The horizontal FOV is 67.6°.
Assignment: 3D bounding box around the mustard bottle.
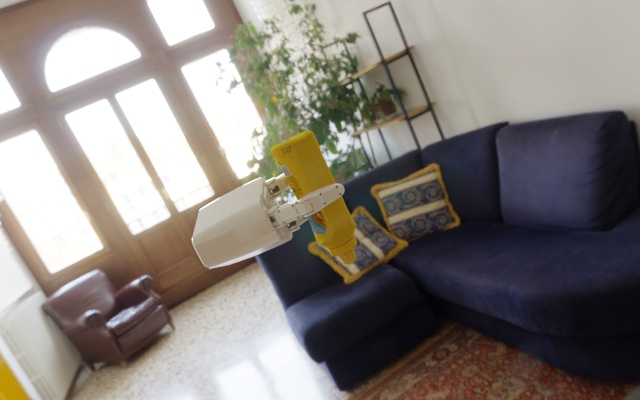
[{"bbox_3d":[0.000,0.002,0.654,0.058,0.191,0.096,-29,11,-18],"label":"mustard bottle"}]
